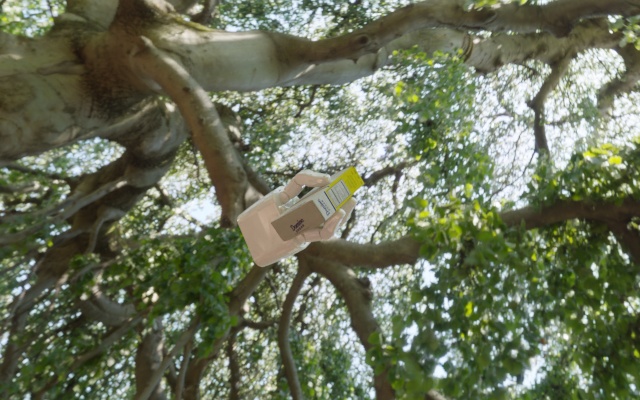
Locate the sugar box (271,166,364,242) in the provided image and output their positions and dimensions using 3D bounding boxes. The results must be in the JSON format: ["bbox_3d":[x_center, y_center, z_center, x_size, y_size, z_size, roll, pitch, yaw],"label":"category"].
[{"bbox_3d":[0.000,0.003,0.801,0.093,0.048,0.176,-28,9,33],"label":"sugar box"}]
